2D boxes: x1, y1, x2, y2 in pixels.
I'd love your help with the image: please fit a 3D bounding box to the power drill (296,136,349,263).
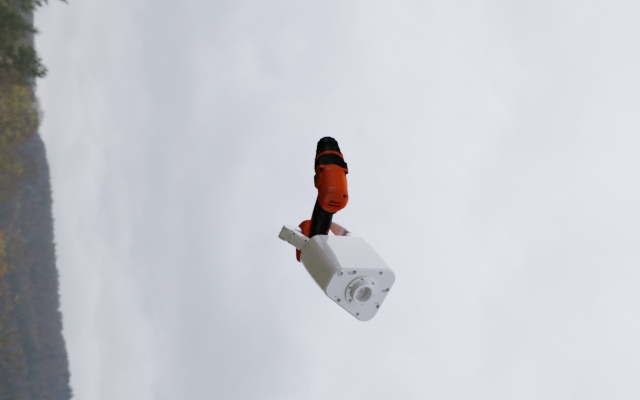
[{"bbox_3d":[0.000,0.003,0.817,0.057,0.188,0.184,8,36,-8],"label":"power drill"}]
